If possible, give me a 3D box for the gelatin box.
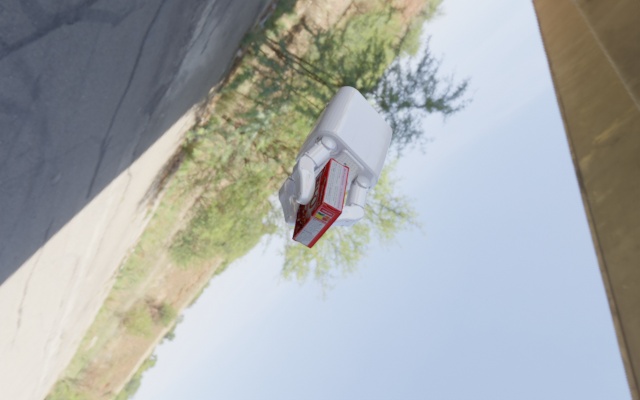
[{"bbox_3d":[0.000,0.002,0.577,0.030,0.089,0.073,28,-50,-15],"label":"gelatin box"}]
